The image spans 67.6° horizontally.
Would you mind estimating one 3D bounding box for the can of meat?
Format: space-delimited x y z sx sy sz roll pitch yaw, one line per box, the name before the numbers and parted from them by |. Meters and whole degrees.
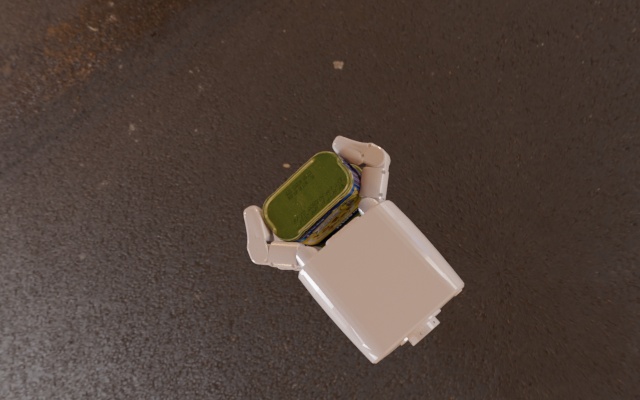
can of meat | 0.000 0.001 0.491 0.102 0.057 0.084 -43 -20 10
